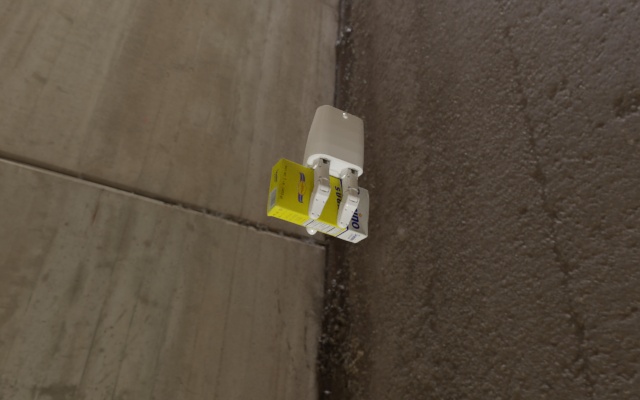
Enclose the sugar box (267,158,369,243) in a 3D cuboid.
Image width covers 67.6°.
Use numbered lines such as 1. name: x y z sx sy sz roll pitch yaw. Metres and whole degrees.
1. sugar box: 0.000 0.002 0.807 0.176 0.093 0.048 17 -30 -23
